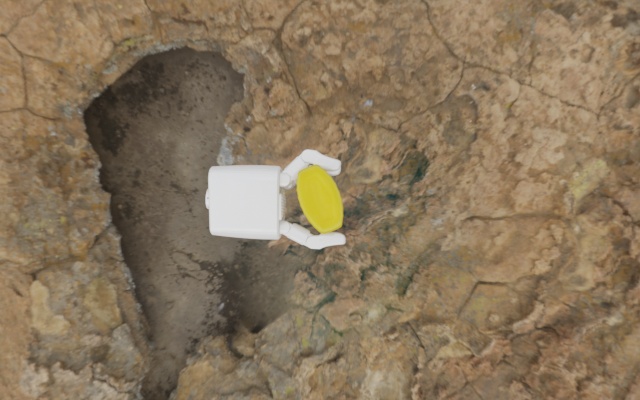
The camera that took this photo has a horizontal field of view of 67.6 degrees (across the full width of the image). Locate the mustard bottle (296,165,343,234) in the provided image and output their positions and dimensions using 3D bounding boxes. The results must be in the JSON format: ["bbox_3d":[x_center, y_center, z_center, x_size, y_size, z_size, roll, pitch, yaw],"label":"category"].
[{"bbox_3d":[0.000,0.002,0.750,0.058,0.096,0.191,-23,-3,-1],"label":"mustard bottle"}]
